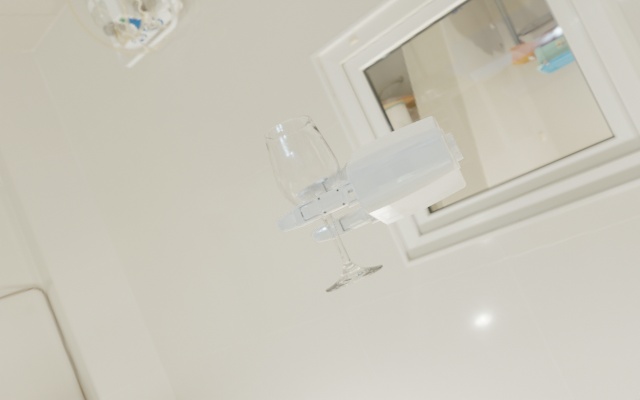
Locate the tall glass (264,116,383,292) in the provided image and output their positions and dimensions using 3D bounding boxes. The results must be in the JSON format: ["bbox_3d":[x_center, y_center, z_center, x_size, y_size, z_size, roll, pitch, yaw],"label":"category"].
[{"bbox_3d":[0.000,0.003,0.571,0.079,0.201,0.079,-24,-4,-2],"label":"tall glass"}]
